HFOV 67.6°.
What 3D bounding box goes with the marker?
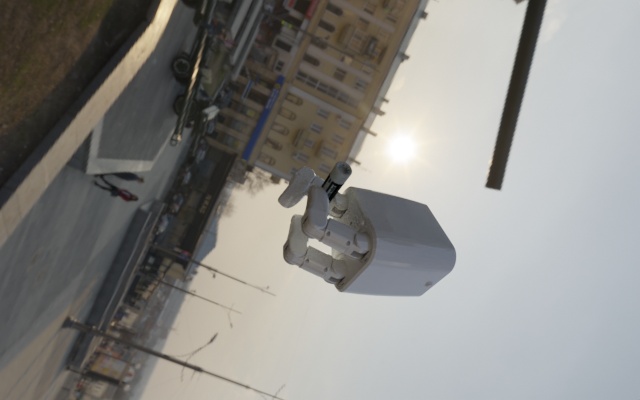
[{"bbox_3d":[0.000,0.002,0.523,0.020,0.020,0.121,0,-34,-29],"label":"marker"}]
